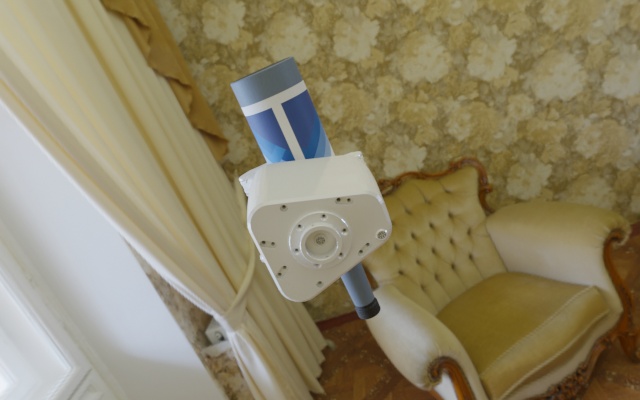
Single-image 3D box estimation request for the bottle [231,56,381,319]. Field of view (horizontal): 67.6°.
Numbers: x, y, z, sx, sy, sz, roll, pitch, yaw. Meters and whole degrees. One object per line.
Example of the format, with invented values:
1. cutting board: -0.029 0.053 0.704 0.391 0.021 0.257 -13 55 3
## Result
1. bottle: 0.000 0.001 0.506 0.069 0.296 0.069 -22 19 8
